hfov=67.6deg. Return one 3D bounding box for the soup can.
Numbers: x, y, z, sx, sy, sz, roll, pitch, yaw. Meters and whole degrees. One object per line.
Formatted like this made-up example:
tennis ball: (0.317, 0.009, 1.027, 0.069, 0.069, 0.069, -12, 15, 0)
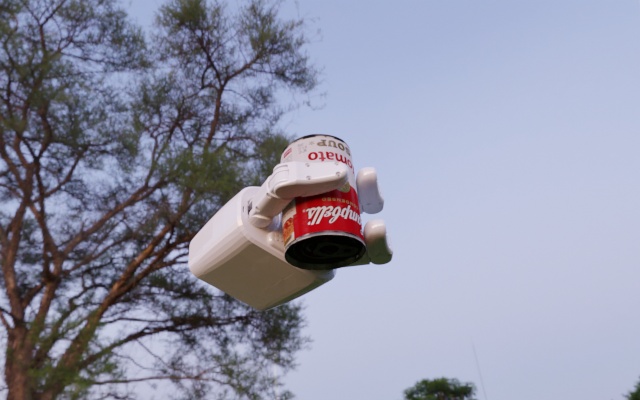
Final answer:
soup can: (0.000, 0.001, 0.419, 0.068, 0.102, 0.068, -4, -32, -2)
